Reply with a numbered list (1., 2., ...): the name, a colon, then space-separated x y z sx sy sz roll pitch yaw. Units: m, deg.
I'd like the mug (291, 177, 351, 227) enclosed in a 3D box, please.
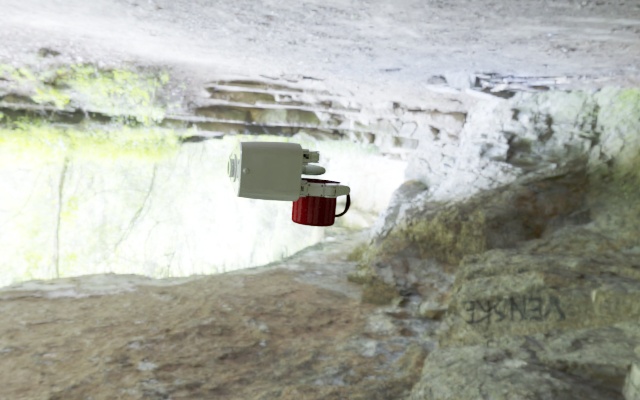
1. mug: 0.001 0.003 0.883 0.117 0.081 0.093 3 7 -20
